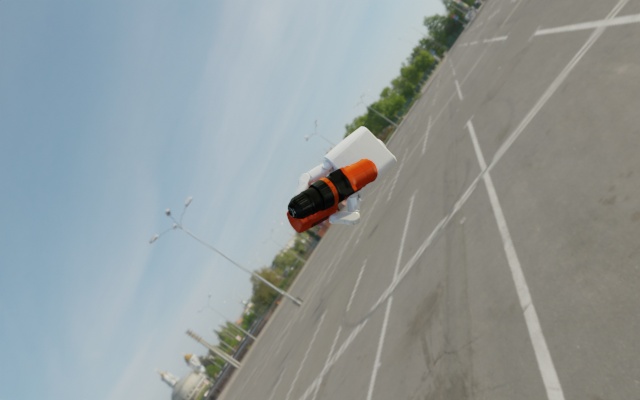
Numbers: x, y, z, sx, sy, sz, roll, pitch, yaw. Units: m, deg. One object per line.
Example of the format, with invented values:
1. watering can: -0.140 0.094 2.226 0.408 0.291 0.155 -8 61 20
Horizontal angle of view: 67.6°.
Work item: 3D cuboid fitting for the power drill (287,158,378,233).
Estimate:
1. power drill: 0.000 0.003 0.877 0.184 0.057 0.188 -27 -6 -27
